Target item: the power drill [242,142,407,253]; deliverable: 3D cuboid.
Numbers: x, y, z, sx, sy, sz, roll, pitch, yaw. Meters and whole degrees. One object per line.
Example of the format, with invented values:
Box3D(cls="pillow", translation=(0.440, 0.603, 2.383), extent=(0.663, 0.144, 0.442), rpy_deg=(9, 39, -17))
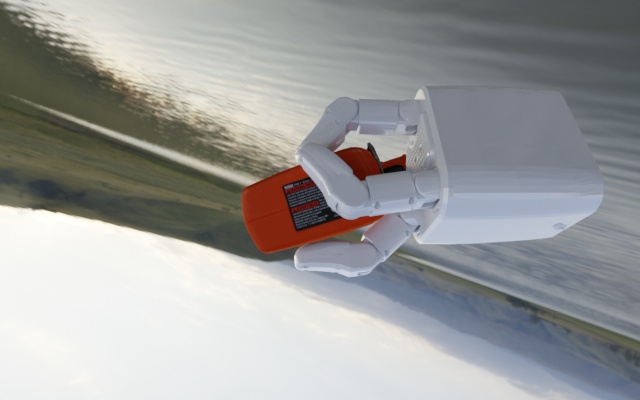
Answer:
Box3D(cls="power drill", translation=(0.000, 0.001, 0.426), extent=(0.184, 0.057, 0.187), rpy_deg=(-20, -1, 13))
